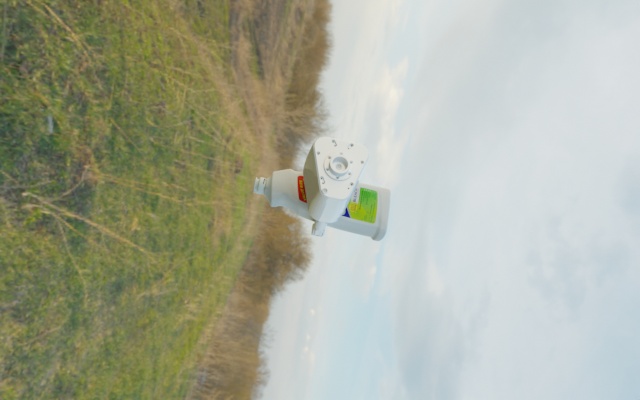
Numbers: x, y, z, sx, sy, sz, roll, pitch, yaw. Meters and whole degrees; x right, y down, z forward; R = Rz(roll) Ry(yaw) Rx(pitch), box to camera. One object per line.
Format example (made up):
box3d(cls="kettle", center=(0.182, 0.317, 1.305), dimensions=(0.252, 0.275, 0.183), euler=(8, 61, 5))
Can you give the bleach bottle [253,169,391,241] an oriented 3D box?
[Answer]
box3d(cls="bleach bottle", center=(0.000, 0.003, 0.888), dimensions=(0.251, 0.102, 0.068), euler=(11, -20, -5))
